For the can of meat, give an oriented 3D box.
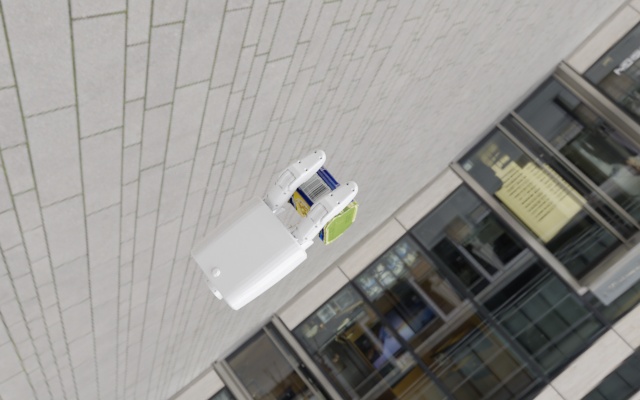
[{"bbox_3d":[0.000,0.002,0.611,0.057,0.084,0.102,-37,-16,-12],"label":"can of meat"}]
